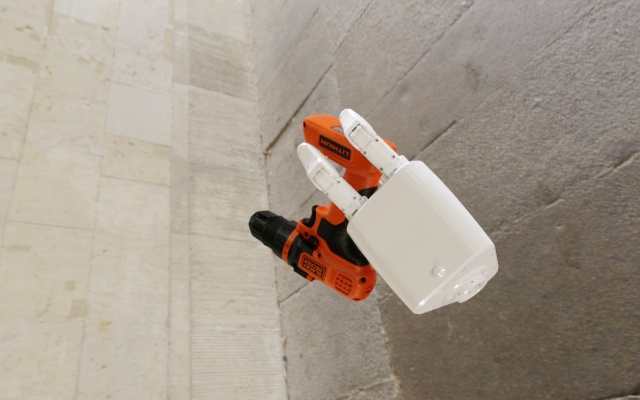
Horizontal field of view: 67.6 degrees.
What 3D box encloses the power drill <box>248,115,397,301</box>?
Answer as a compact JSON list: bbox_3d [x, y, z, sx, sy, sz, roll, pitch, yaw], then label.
[{"bbox_3d":[0.000,0.002,0.551,0.184,0.188,0.057,27,29,26],"label":"power drill"}]
